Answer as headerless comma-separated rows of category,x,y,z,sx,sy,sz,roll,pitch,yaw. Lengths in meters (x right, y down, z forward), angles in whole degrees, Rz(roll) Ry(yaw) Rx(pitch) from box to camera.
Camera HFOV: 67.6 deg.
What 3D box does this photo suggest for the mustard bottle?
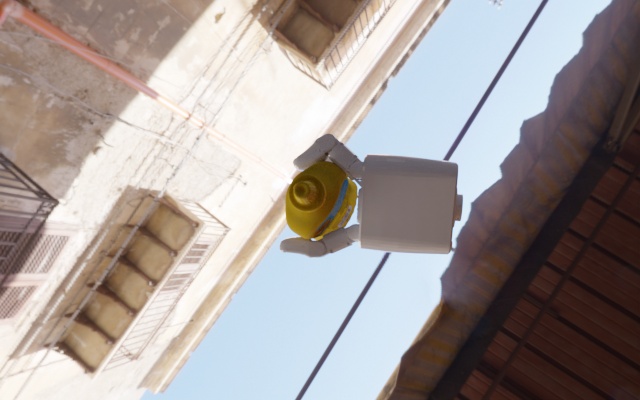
mustard bottle,0.000,0.002,0.587,0.058,0.096,0.191,31,0,13
